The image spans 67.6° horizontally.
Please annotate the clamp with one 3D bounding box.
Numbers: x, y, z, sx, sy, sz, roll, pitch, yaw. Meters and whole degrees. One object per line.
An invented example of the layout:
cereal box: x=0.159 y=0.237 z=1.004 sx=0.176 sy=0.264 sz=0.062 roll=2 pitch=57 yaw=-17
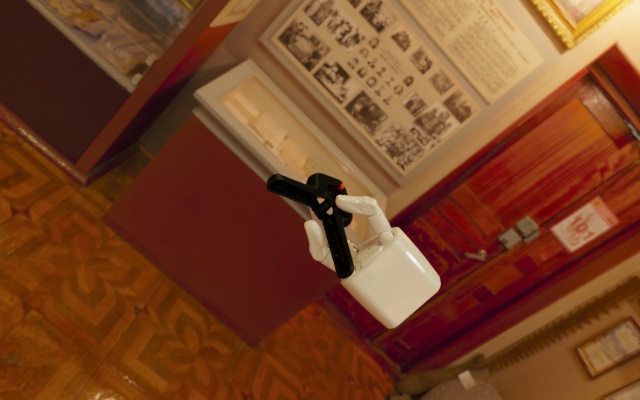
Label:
clamp: x=0.001 y=0.002 z=0.692 sx=0.036 sy=0.164 sz=0.210 roll=-35 pitch=13 yaw=20
